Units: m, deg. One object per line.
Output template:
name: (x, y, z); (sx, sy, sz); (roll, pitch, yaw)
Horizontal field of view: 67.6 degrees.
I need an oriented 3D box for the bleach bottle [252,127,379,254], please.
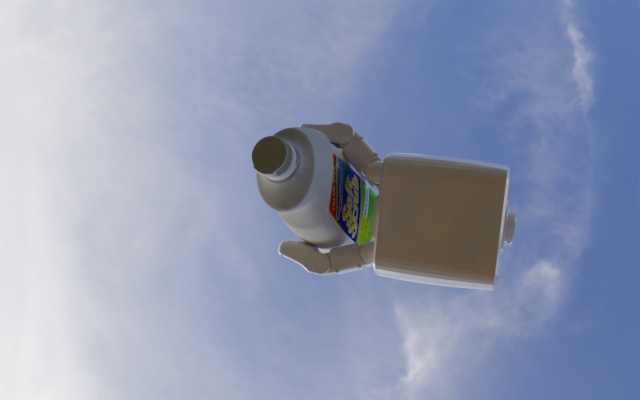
bleach bottle: (0.000, 0.001, 0.457); (0.068, 0.102, 0.251); (8, -9, 20)
